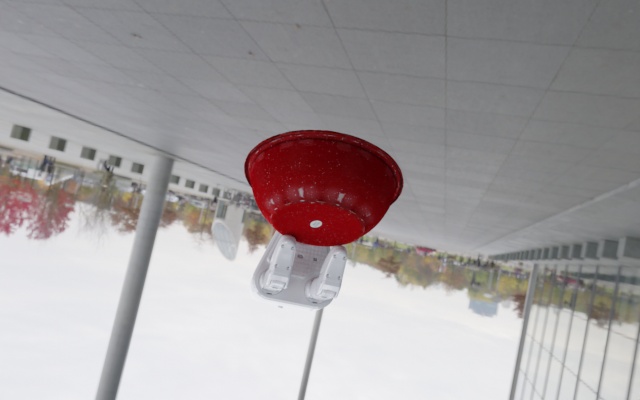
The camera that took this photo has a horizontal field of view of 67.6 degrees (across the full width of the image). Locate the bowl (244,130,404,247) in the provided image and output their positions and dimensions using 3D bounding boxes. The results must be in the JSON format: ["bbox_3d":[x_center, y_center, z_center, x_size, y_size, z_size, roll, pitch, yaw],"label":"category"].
[{"bbox_3d":[0.000,0.001,0.471,0.162,0.055,0.162,5,-31,3],"label":"bowl"}]
